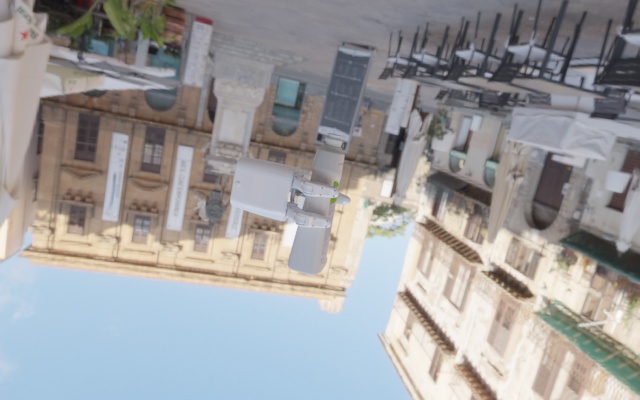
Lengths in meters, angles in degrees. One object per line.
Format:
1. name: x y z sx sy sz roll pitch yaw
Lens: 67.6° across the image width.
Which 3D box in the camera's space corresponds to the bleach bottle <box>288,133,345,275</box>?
1. bleach bottle: 0.000 0.003 0.869 0.068 0.251 0.102 14 12 8
